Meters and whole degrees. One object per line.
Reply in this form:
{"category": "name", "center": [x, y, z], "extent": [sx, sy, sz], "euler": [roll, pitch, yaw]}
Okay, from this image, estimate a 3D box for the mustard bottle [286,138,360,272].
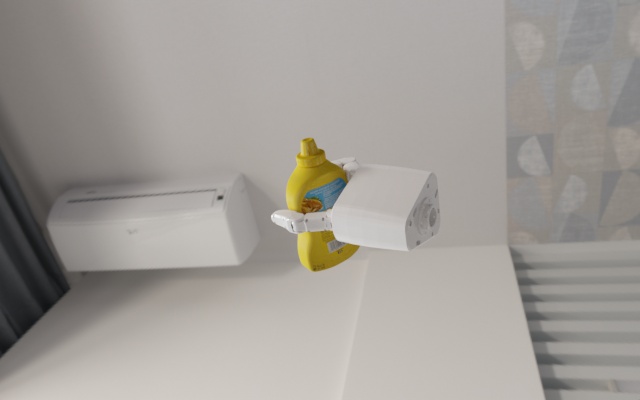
{"category": "mustard bottle", "center": [0.000, 0.002, 0.687], "extent": [0.096, 0.192, 0.058], "euler": [-24, 29, -24]}
